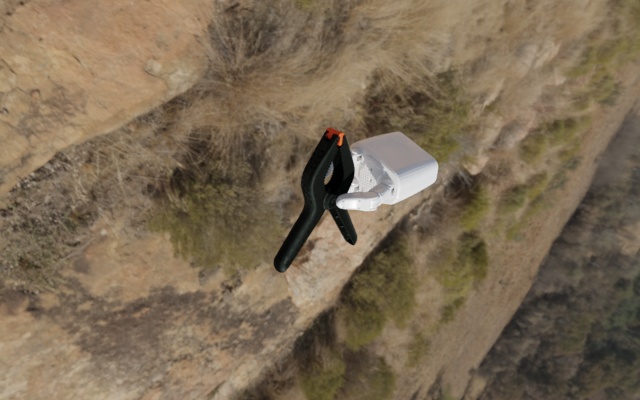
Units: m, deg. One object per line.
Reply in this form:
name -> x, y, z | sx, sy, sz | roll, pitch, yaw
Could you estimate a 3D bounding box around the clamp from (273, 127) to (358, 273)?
clamp -> 0.001, 0.002, 0.686 | 0.164, 0.210, 0.036 | -23, 38, -39
